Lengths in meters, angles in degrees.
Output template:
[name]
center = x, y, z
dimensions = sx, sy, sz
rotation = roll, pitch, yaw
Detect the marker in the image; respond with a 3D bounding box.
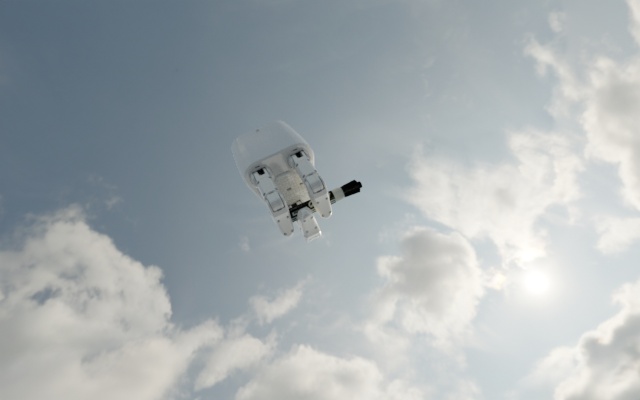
[marker]
center = 0.000, 0.002, 0.633
dimensions = 0.121, 0.020, 0.020
rotation = -24, 4, -9
